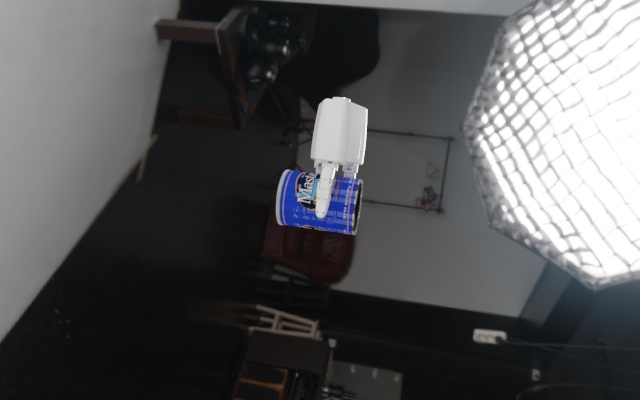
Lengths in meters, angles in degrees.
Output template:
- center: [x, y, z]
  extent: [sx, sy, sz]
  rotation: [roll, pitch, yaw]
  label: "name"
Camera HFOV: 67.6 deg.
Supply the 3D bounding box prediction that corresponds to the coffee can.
- center: [0.000, 0.003, 0.868]
  extent: [0.140, 0.103, 0.103]
  rotation: [7, 1, 10]
  label: "coffee can"
